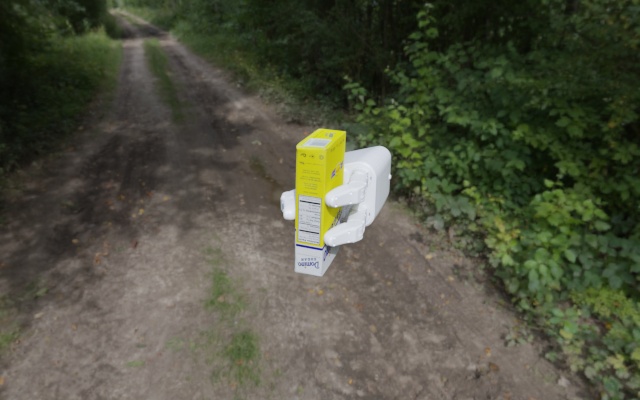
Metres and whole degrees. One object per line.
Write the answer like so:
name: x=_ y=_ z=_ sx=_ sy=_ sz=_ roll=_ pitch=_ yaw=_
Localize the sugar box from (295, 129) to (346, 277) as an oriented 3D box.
sugar box: x=0.001 y=0.002 z=0.635 sx=0.048 sy=0.176 sz=0.093 roll=6 pitch=23 yaw=17
